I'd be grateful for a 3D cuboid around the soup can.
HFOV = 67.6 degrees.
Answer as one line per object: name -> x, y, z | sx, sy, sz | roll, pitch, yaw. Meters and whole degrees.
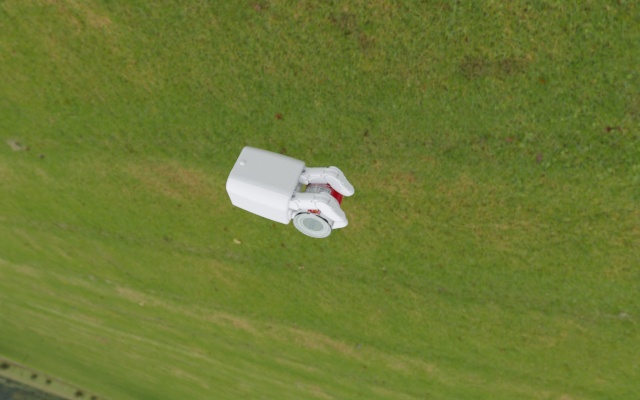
soup can -> 0.001, 0.003, 0.805 | 0.068, 0.102, 0.069 | 13, -35, 10
